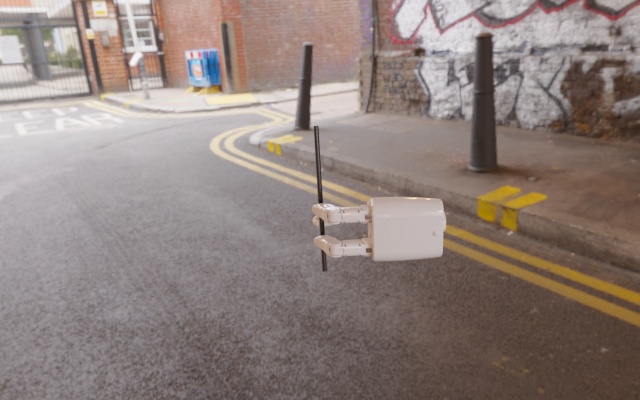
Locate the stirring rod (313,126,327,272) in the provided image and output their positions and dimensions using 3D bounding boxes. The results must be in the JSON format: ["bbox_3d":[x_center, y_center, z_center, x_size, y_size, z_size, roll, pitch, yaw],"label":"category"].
[{"bbox_3d":[0.000,0.003,0.756,0.011,0.240,0.011,-3,18,1],"label":"stirring rod"}]
